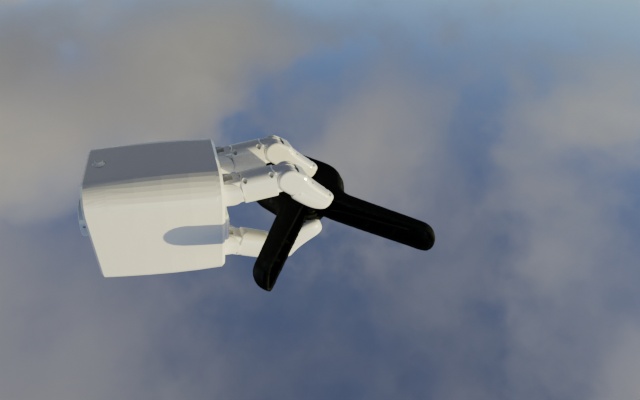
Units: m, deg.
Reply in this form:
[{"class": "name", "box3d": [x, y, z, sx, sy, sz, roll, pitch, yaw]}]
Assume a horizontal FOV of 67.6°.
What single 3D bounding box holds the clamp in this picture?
[{"class": "clamp", "box3d": [0.000, 0.002, 0.467, 0.164, 0.036, 0.209, -6, 33, -16]}]
